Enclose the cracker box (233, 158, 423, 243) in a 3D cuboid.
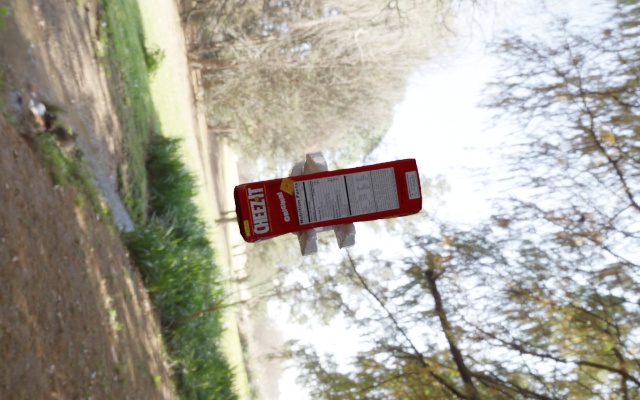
[{"bbox_3d":[0.000,0.002,0.611,0.213,0.072,0.164,-10,0,-11],"label":"cracker box"}]
